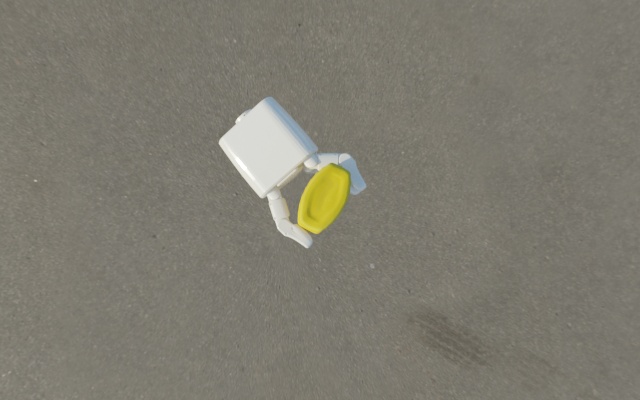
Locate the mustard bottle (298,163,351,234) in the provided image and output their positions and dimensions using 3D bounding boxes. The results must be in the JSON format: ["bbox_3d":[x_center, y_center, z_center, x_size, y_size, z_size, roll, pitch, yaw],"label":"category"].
[{"bbox_3d":[0.000,0.003,0.721,0.058,0.096,0.191,26,-5,-2],"label":"mustard bottle"}]
